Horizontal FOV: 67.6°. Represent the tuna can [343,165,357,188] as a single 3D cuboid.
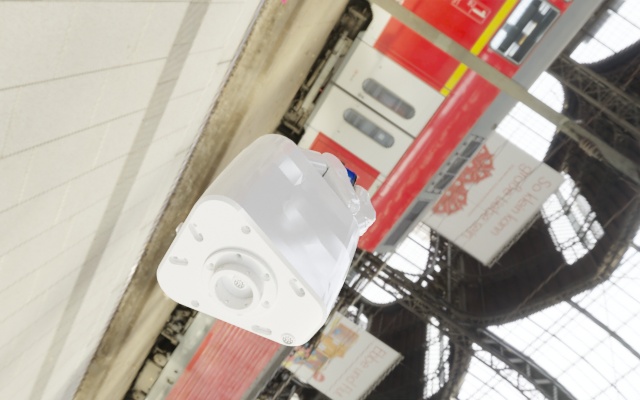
[{"bbox_3d":[0.001,0.002,0.467,0.034,0.086,0.086,31,-3,-5],"label":"tuna can"}]
